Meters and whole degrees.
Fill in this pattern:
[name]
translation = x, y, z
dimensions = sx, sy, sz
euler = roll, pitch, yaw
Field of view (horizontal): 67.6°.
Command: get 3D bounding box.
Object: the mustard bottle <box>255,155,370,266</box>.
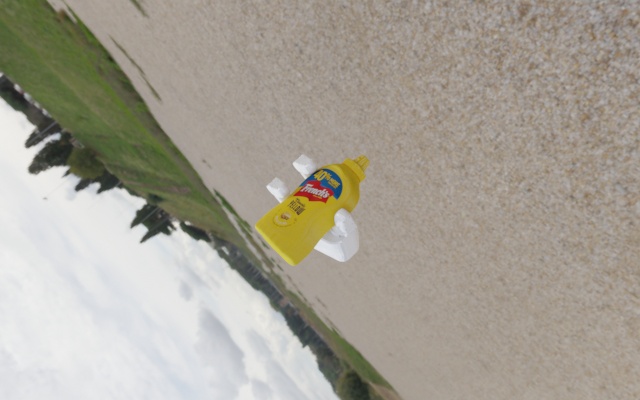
[mustard bottle]
translation = 0.000, 0.002, 0.702
dimensions = 0.096, 0.191, 0.058
euler = 36, -15, 48
